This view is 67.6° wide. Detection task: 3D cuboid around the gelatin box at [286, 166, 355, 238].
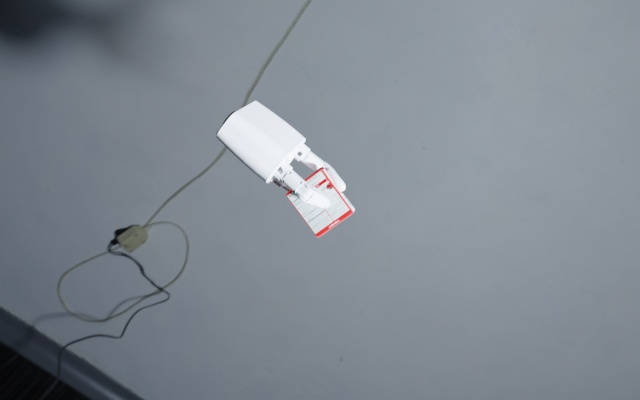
[{"bbox_3d":[0.000,0.003,0.763,0.073,0.089,0.030,-36,1,13],"label":"gelatin box"}]
